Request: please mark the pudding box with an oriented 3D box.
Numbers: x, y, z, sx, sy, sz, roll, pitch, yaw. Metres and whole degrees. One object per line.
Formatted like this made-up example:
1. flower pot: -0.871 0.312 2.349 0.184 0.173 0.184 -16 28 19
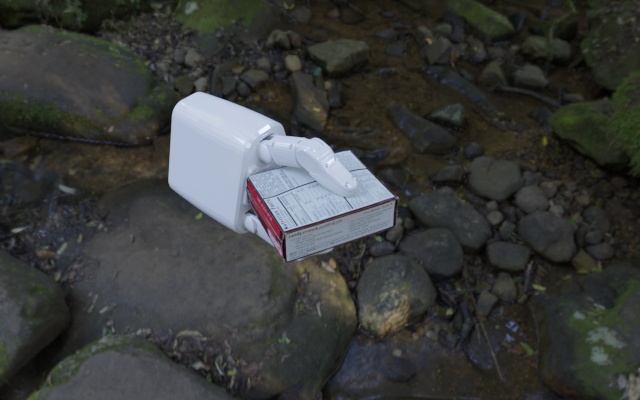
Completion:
1. pudding box: 0.000 0.001 0.433 0.113 0.039 0.090 -18 42 -19
